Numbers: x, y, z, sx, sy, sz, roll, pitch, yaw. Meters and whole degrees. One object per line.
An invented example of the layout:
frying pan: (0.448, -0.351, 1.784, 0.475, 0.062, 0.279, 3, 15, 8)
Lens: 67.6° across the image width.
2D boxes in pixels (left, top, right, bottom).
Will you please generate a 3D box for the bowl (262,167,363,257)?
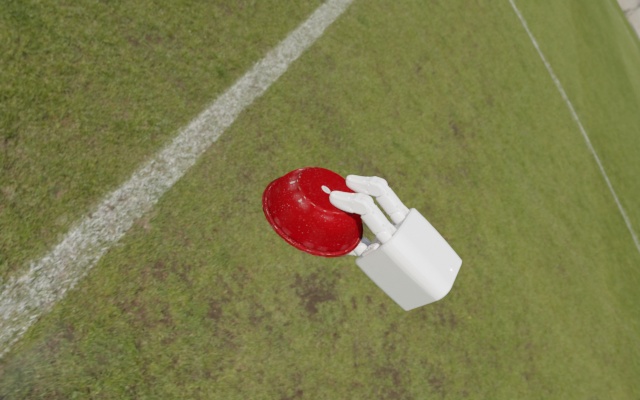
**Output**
bowl: (-0.001, 0.001, 0.691, 0.162, 0.162, 0.055, 0, -42, -31)
